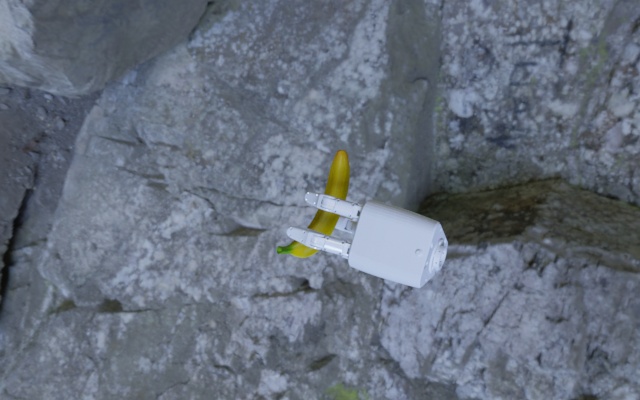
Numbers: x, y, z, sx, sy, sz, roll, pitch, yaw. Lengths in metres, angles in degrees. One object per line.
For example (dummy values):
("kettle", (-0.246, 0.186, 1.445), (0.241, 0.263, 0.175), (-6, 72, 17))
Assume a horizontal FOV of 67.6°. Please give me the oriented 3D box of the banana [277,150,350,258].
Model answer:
("banana", (0.006, 0.015, 0.747), (0.037, 0.197, 0.070), (16, -24, 34))
